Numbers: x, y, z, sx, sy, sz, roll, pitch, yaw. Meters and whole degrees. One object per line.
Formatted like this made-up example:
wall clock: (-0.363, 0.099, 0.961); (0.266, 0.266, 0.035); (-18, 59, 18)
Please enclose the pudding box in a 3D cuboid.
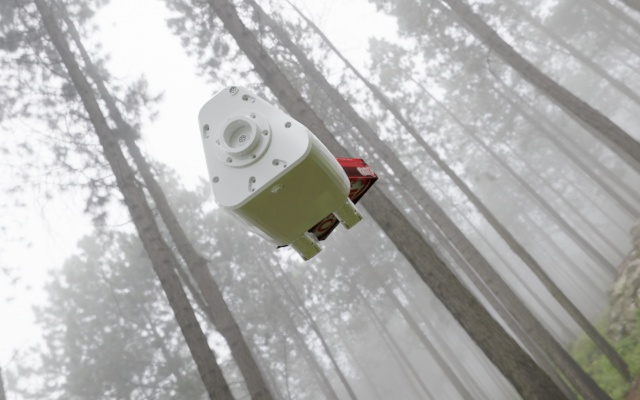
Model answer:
pudding box: (0.000, 0.002, 0.536); (0.090, 0.039, 0.113); (-3, -39, -52)
